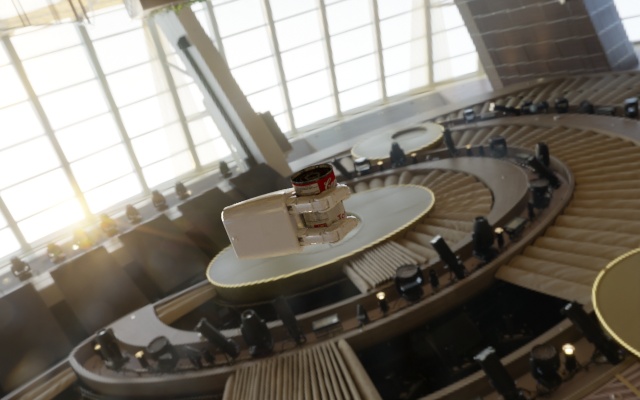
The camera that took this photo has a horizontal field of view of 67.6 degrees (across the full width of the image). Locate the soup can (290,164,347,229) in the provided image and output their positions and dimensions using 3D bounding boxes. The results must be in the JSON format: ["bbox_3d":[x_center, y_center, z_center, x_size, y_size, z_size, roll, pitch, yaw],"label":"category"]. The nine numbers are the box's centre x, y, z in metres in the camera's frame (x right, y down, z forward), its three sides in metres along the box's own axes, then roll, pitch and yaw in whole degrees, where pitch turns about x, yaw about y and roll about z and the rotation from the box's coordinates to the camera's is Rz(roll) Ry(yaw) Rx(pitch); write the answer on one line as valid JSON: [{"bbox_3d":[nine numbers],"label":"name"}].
[{"bbox_3d":[0.001,0.003,0.749,0.068,0.102,0.068,-15,21,6],"label":"soup can"}]
